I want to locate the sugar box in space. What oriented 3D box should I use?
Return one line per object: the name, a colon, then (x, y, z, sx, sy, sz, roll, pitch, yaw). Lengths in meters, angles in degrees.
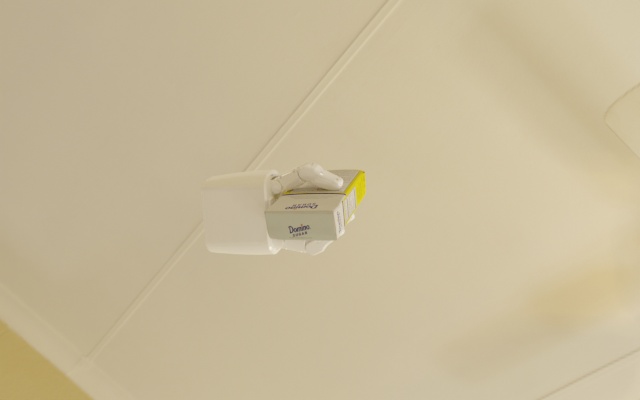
sugar box: (0.000, 0.003, 0.660, 0.093, 0.048, 0.176, 0, 22, 19)
